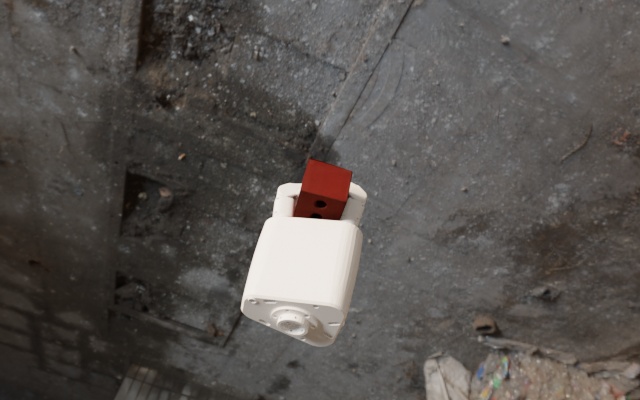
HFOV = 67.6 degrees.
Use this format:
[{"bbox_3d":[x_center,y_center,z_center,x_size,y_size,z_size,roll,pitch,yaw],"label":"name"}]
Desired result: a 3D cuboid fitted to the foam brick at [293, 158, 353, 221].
[{"bbox_3d":[0.000,0.002,0.547,0.053,0.051,0.078,16,-43,-1],"label":"foam brick"}]
